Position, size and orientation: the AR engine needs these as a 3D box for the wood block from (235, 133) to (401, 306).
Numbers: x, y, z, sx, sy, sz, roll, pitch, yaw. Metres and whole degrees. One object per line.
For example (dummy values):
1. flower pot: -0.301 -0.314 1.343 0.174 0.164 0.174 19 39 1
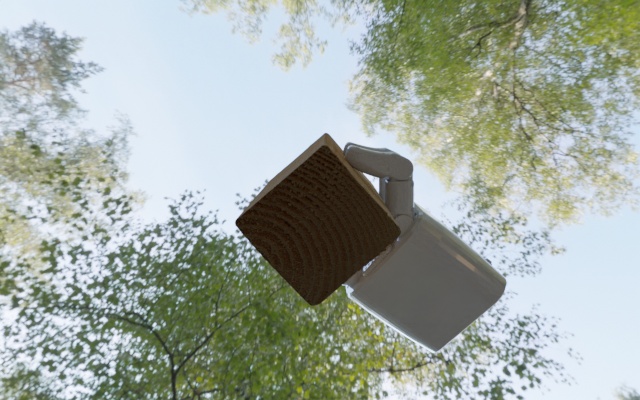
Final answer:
1. wood block: 0.000 0.002 0.445 0.091 0.090 0.206 -41 7 7
